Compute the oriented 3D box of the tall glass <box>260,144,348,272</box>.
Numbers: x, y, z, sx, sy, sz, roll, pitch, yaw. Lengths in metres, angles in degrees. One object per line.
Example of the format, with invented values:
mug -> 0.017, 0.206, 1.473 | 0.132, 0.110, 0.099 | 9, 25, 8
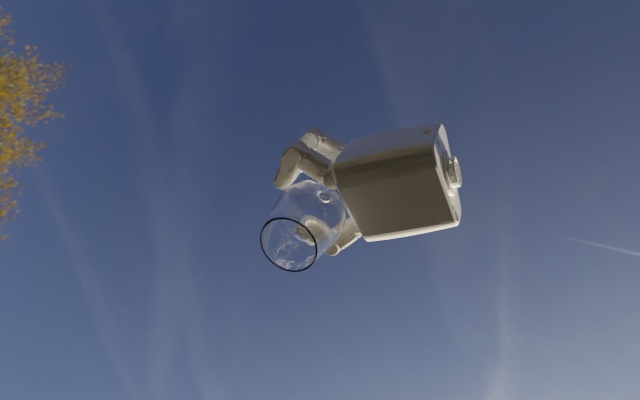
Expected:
tall glass -> 0.000, 0.002, 0.552 | 0.079, 0.079, 0.201 | 0, 25, 21
